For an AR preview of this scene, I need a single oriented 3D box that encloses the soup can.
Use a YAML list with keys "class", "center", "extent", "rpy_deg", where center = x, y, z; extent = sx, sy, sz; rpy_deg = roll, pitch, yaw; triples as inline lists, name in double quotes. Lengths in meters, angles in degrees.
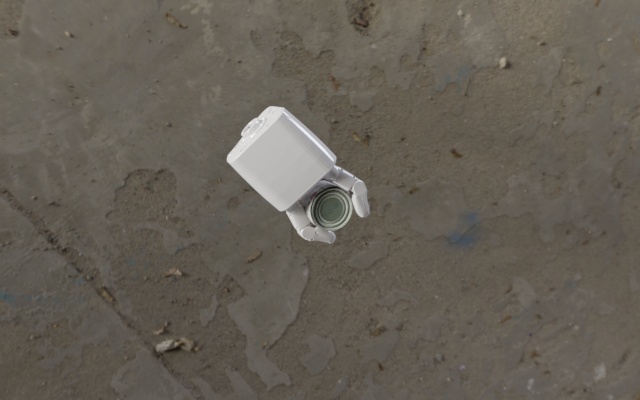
- class: "soup can"
  center: [0.000, 0.003, 0.733]
  extent: [0.068, 0.068, 0.102]
  rpy_deg: [0, 12, -21]
